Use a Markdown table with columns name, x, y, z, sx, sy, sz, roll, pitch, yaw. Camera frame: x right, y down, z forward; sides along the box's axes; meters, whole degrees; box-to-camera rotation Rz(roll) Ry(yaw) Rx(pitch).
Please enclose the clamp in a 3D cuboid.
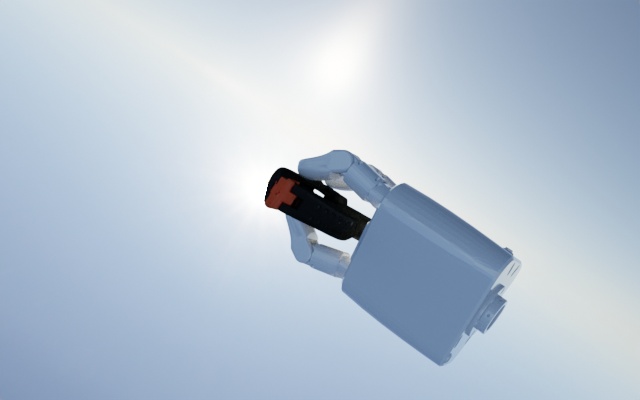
| name | x | y | z | sx | sy | sz | roll | pitch | yaw |
| --- | --- | --- | --- | --- | --- | --- | --- | --- | --- |
| clamp | 0.000 | 0.002 | 0.468 | 0.164 | 0.036 | 0.210 | 37 | 8 | 29 |
